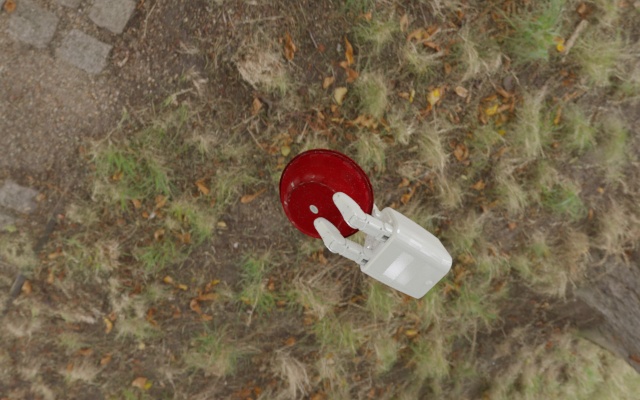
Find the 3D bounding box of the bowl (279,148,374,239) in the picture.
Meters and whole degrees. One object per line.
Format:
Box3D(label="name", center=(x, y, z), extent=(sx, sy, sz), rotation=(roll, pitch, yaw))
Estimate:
Box3D(label="bowl", center=(-0.001, 0.002, 0.754), extent=(0.162, 0.162, 0.055), rotation=(0, 24, 20))
